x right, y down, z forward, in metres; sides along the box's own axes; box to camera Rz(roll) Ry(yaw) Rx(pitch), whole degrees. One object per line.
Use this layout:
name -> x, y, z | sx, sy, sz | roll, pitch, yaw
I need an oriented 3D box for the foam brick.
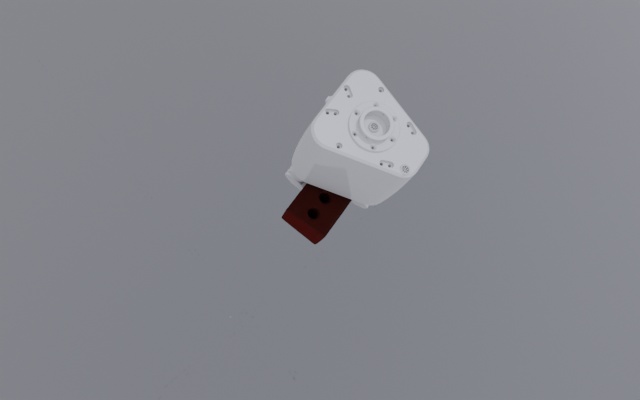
foam brick -> 0.000, 0.002, 0.546 | 0.053, 0.078, 0.051 | 37, -17, -2
